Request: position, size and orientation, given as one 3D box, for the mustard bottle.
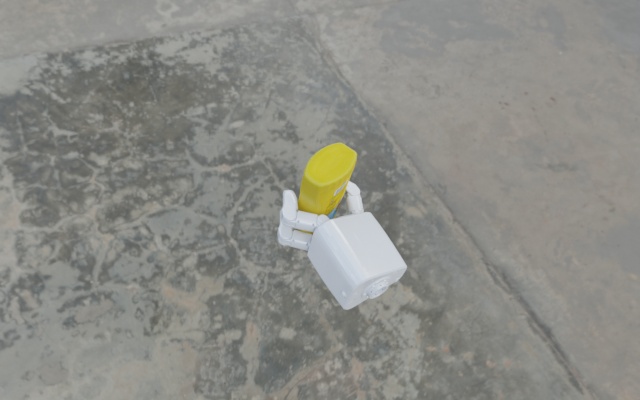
[{"bbox_3d":[0.000,0.002,0.750,0.058,0.192,0.096,34,54,14],"label":"mustard bottle"}]
